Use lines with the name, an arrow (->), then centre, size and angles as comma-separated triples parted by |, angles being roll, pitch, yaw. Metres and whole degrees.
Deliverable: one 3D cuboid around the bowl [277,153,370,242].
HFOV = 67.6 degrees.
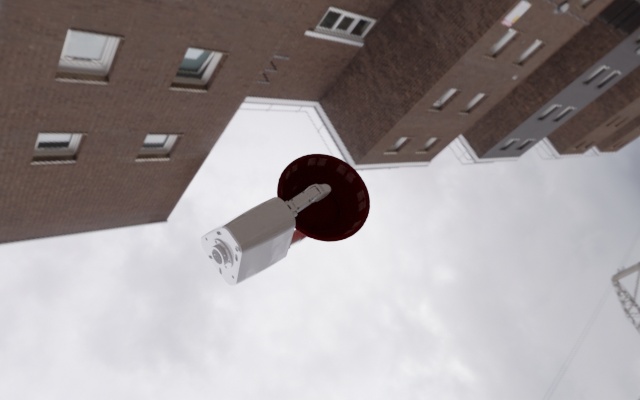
bowl -> 0.001, 0.002, 0.813 | 0.162, 0.162, 0.055 | 0, -24, -17
